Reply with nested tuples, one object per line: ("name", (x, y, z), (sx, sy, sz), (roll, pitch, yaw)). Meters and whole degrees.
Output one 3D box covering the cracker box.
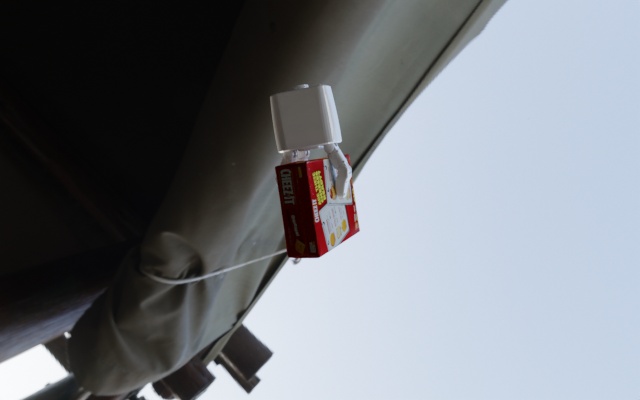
("cracker box", (0.000, 0.003, 0.896), (0.072, 0.164, 0.213), (-6, 6, 24))
